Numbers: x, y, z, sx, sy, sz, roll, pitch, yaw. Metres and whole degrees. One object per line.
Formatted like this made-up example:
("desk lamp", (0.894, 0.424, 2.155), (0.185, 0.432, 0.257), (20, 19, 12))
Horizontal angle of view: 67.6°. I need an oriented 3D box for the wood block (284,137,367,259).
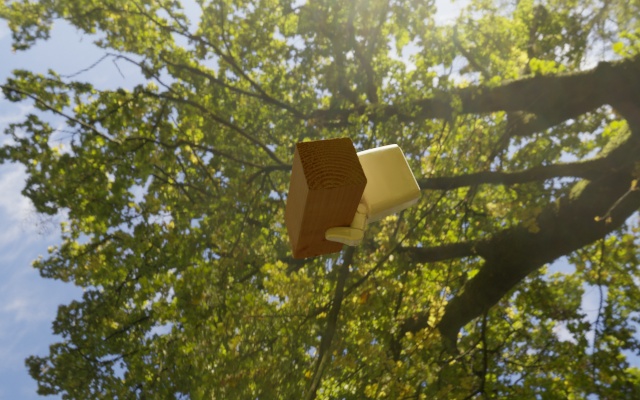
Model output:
("wood block", (0.001, 0.003, 0.774), (0.090, 0.090, 0.206), (-8, -33, -15))
